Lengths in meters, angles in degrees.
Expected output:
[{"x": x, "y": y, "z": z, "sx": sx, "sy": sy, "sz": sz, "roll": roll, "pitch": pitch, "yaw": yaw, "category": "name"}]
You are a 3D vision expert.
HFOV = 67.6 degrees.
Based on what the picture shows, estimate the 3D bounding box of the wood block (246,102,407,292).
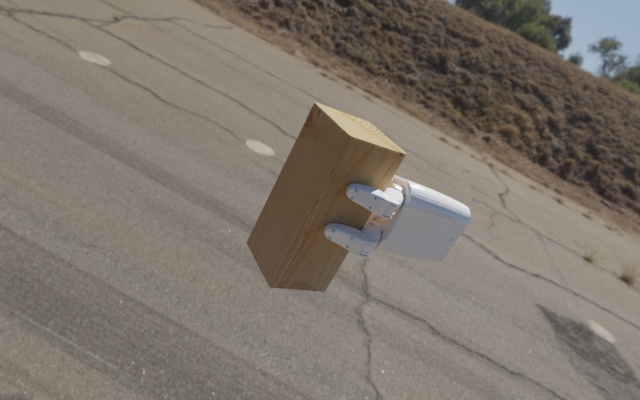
[{"x": 0.000, "y": 0.002, "z": 0.580, "sx": 0.090, "sy": 0.206, "sz": 0.090, "roll": 12, "pitch": 27, "yaw": -36, "category": "wood block"}]
